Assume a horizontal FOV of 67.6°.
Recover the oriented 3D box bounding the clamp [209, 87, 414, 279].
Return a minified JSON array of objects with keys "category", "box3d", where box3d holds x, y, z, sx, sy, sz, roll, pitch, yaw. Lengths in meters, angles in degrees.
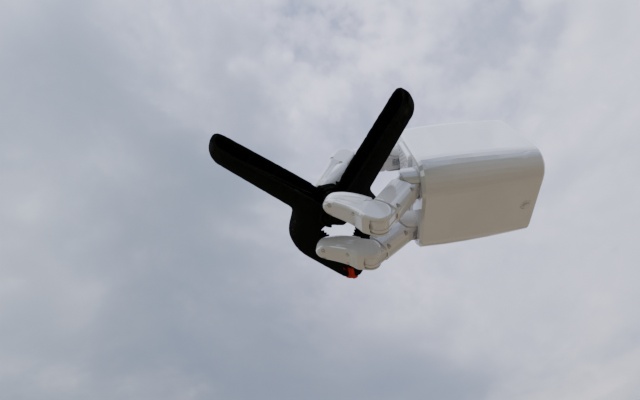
[{"category":"clamp","box3d":[0.000,0.001,0.435,0.164,0.210,0.036,-8,44,0]}]
